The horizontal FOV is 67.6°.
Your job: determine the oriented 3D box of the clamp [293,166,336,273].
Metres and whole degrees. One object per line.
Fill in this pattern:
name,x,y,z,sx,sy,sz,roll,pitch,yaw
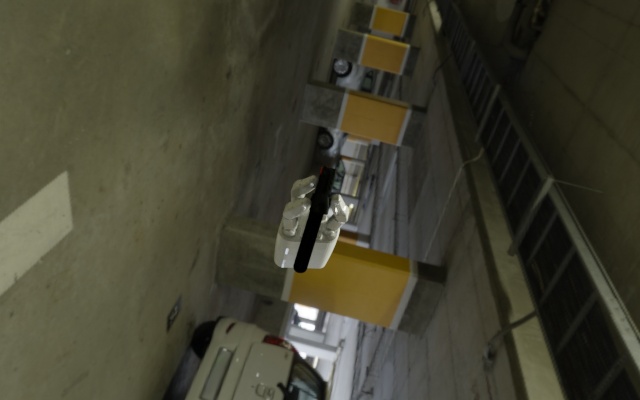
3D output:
clamp,0.001,0.003,0.836,0.036,0.209,0.165,18,-40,-3
